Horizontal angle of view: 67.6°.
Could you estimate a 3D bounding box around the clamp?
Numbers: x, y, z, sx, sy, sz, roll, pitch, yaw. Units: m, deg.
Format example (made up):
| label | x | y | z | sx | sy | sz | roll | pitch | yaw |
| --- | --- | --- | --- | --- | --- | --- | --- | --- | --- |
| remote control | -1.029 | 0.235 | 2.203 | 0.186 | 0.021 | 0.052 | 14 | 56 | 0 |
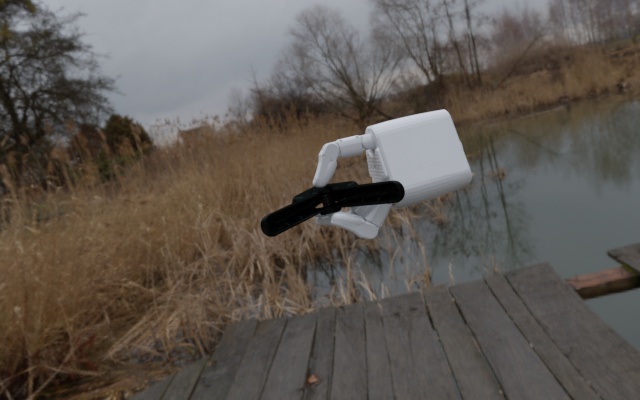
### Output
| label | x | y | z | sx | sy | sz | roll | pitch | yaw |
| --- | --- | --- | --- | --- | --- | --- | --- | --- | --- |
| clamp | 0.000 | 0.001 | 0.614 | 0.164 | 0.036 | 0.210 | -15 | 7 | -8 |
